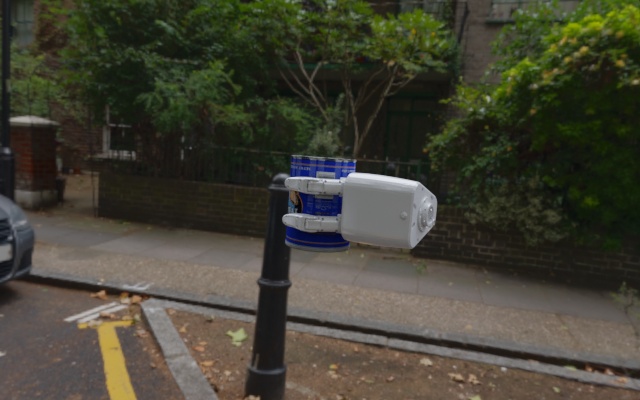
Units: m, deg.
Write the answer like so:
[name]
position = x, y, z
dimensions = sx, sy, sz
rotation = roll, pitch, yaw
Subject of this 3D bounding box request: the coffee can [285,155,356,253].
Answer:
[coffee can]
position = 0.000, 0.003, 0.751
dimensions = 0.103, 0.140, 0.103
rotation = 4, 6, 0
